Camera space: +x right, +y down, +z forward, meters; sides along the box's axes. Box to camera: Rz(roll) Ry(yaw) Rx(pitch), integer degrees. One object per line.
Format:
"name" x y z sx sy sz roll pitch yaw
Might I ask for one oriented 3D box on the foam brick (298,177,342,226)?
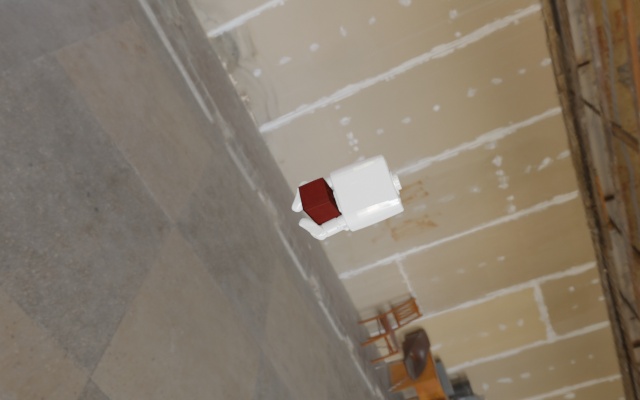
"foam brick" 0.000 0.003 0.875 0.051 0.053 0.078 -21 -30 12
